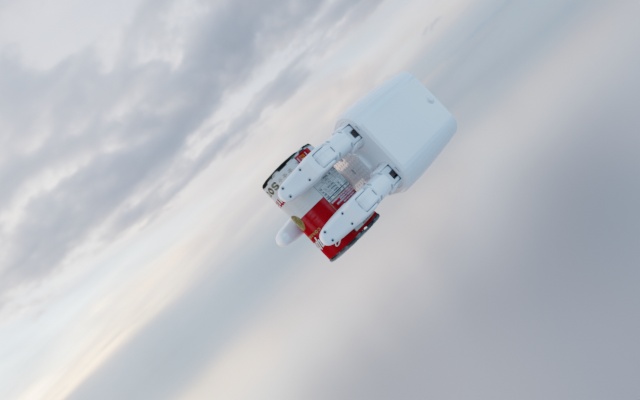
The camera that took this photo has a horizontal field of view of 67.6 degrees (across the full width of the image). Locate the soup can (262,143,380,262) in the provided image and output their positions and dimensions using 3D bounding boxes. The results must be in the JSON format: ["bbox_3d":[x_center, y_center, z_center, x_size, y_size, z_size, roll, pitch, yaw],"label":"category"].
[{"bbox_3d":[0.000,0.002,0.476,0.068,0.102,0.068,-44,-1,-1],"label":"soup can"}]
